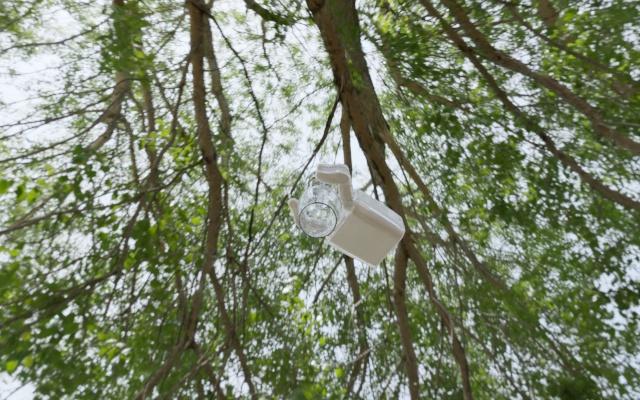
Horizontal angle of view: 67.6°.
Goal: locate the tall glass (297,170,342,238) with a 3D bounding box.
[{"bbox_3d":[0.000,0.003,0.856,0.079,0.079,0.201,0,17,3],"label":"tall glass"}]
